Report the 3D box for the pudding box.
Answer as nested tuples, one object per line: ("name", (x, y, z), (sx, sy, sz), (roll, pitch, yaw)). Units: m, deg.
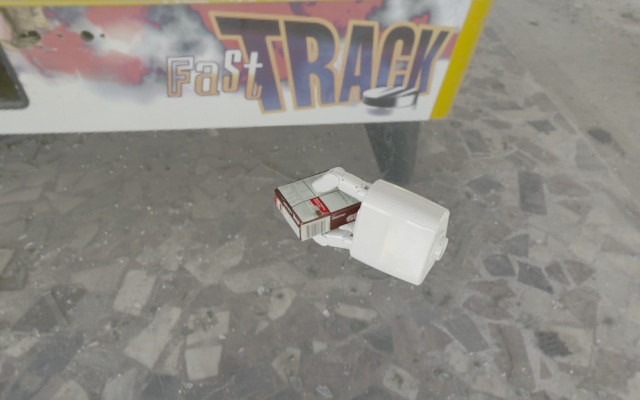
("pudding box", (0.000, 0.002, 0.713), (0.113, 0.039, 0.090), (-18, 46, -23))
